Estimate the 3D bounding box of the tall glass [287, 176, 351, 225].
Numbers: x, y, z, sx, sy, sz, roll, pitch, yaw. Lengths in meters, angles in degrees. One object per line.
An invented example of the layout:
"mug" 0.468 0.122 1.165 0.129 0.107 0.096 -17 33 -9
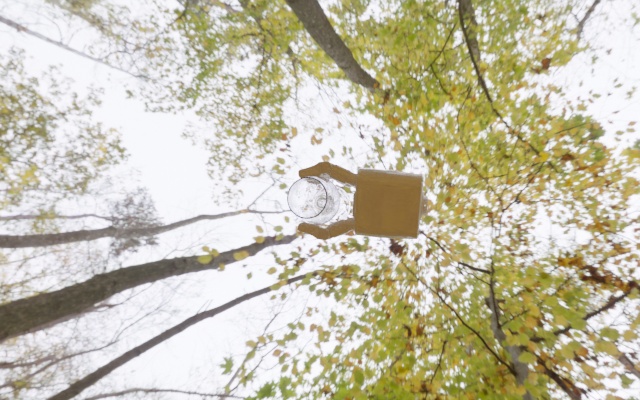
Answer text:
"tall glass" 0.000 0.003 0.796 0.079 0.079 0.201 0 -4 12
